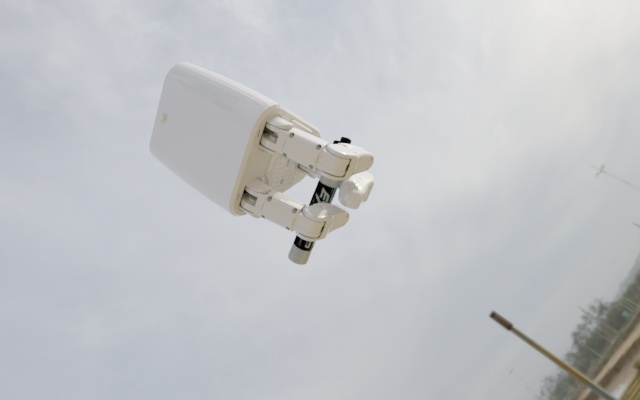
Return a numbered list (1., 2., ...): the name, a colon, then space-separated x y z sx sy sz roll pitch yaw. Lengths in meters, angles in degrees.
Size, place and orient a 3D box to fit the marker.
1. marker: 0.000 0.001 0.416 0.020 0.121 0.020 19 20 -7
